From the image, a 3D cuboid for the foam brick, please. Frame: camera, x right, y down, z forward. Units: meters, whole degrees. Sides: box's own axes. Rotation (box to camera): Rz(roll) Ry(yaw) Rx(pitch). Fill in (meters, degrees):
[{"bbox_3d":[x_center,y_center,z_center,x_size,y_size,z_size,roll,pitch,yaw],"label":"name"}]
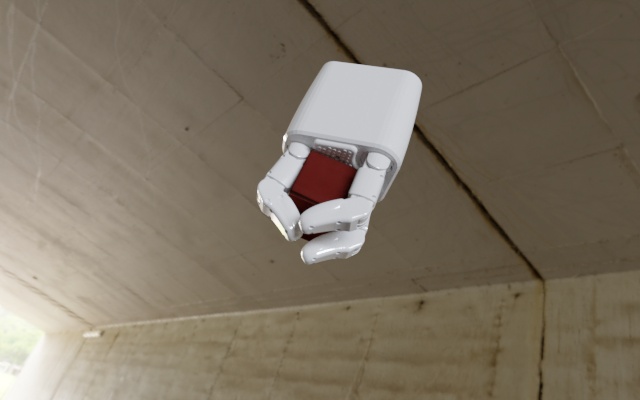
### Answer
[{"bbox_3d":[0.000,0.002,0.455,0.053,0.051,0.078,23,-30,3],"label":"foam brick"}]
